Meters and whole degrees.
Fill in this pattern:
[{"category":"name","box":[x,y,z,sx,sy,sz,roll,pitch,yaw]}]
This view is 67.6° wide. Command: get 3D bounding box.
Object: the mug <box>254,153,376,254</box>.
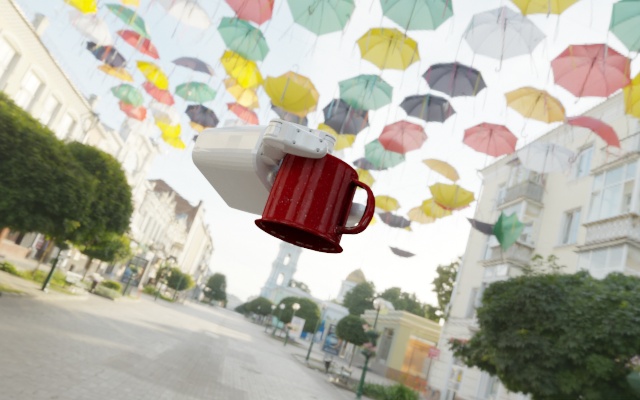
[{"category":"mug","box":[0.001,0.001,0.474,0.117,0.081,0.093,7,-19,34]}]
